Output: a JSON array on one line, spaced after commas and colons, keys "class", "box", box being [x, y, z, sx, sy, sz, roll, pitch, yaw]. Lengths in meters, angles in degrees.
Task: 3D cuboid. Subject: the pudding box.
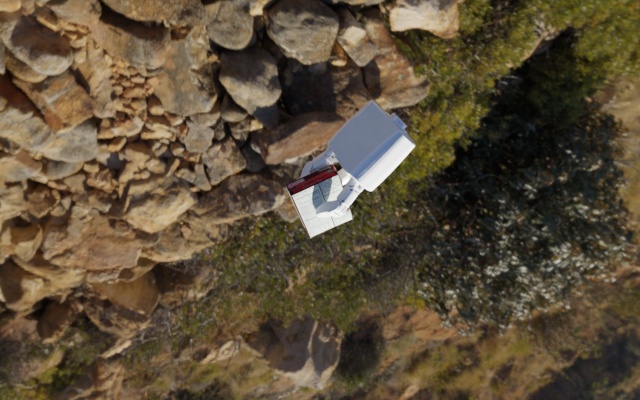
[{"class": "pudding box", "box": [0.000, 0.003, 0.834, 0.090, 0.114, 0.039, -23, 38, -3]}]
